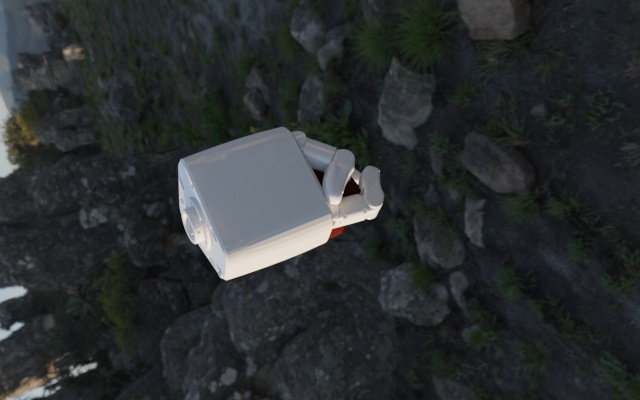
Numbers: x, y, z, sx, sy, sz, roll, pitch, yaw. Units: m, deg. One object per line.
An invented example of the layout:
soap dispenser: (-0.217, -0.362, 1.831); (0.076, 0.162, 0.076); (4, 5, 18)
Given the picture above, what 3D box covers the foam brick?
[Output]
foam brick: (0.000, 0.002, 0.506); (0.051, 0.053, 0.078); (-21, -30, -28)
